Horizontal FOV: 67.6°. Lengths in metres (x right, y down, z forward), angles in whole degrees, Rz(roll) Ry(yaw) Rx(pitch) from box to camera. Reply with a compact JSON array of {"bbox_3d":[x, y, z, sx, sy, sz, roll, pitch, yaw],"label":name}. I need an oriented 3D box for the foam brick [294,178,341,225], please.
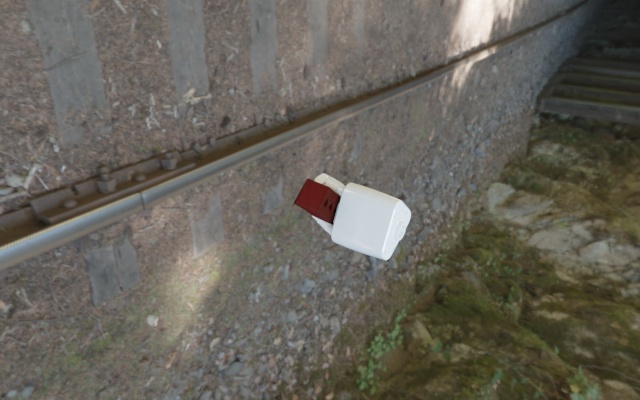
[{"bbox_3d":[0.000,0.003,0.858,0.051,0.053,0.078,24,-6,30],"label":"foam brick"}]
